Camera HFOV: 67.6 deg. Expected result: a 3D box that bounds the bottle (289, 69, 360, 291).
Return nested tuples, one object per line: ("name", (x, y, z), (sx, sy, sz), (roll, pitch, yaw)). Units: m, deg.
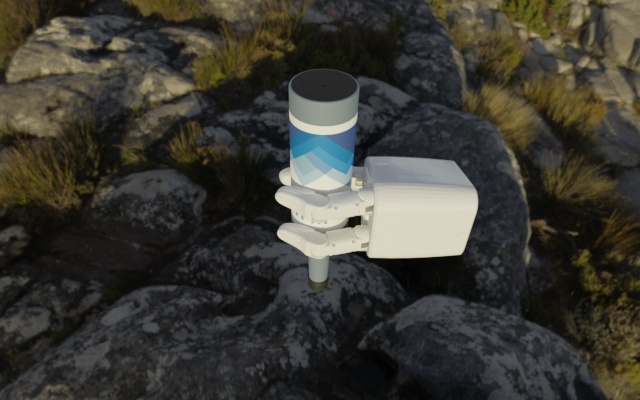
("bottle", (0.000, 0.002, 0.543), (0.069, 0.296, 0.069), (1, 42, -1))
